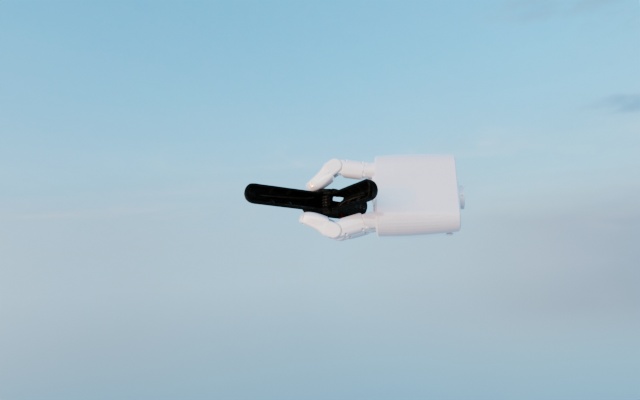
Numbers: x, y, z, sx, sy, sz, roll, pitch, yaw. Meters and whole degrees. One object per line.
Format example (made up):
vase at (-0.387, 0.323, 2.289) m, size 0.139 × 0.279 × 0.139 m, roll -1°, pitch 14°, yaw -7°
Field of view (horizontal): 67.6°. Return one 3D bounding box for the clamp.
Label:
clamp at (0.000, 0.001, 0.651) m, size 0.164 × 0.036 × 0.210 m, roll 1°, pitch -8°, yaw 10°
